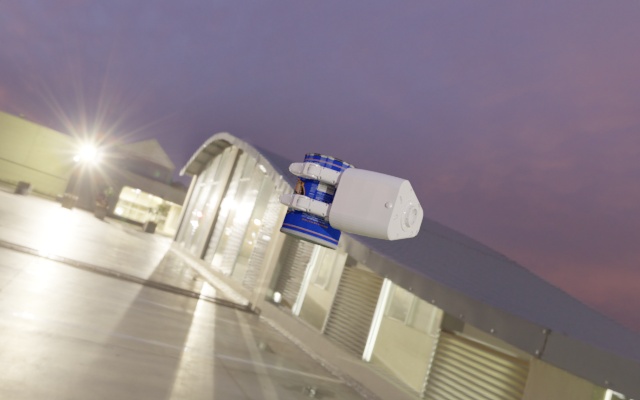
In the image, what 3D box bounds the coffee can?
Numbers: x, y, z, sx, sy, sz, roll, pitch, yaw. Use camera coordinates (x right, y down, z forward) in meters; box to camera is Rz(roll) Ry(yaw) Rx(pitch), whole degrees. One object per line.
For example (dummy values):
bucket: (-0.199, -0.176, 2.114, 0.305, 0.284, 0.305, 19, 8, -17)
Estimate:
coffee can: (0.000, 0.003, 0.818, 0.103, 0.140, 0.103, 18, -8, 2)
